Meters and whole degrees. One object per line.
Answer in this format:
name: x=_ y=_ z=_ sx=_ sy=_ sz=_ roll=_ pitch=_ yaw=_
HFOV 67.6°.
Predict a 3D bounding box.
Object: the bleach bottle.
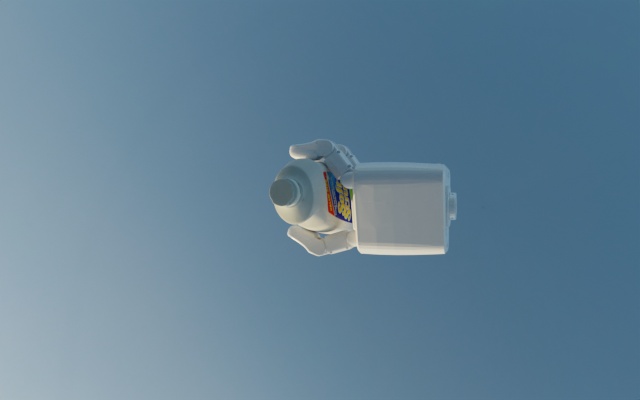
bleach bottle: x=0.000 y=0.002 z=0.619 sx=0.068 sy=0.102 sz=0.251 roll=-1 pitch=-1 yaw=19
